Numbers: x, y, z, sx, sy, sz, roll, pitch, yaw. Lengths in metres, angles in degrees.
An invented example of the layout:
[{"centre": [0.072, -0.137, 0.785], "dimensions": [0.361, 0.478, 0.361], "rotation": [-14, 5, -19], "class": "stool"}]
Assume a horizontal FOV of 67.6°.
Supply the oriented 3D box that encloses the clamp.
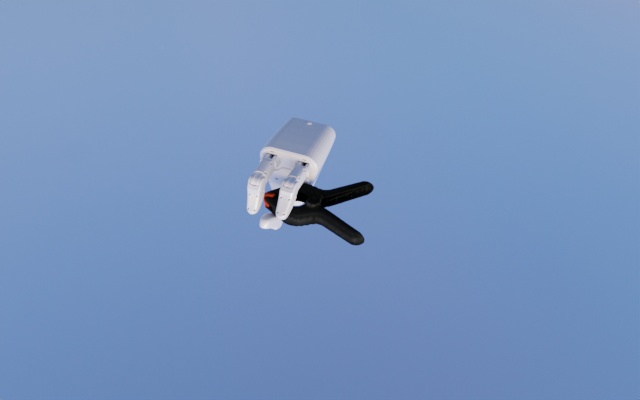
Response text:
[{"centre": [0.000, 0.003, 0.738], "dimensions": [0.171, 0.039, 0.120], "rotation": [15, 44, 13], "class": "clamp"}]
